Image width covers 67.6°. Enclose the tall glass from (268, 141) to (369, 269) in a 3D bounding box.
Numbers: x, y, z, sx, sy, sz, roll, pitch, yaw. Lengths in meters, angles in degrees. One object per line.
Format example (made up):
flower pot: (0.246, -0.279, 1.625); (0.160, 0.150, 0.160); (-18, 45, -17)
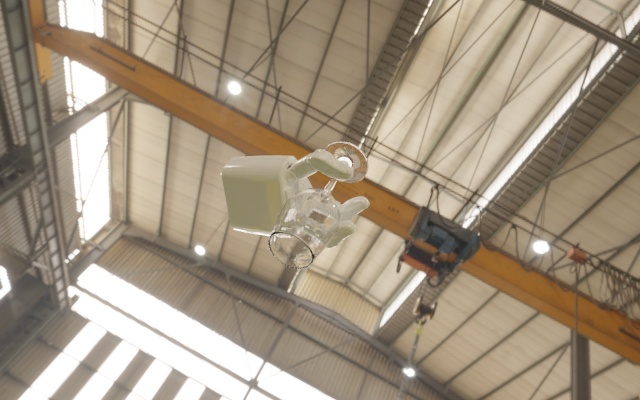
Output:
tall glass: (0.000, 0.002, 0.656); (0.079, 0.079, 0.201); (0, 37, 28)
